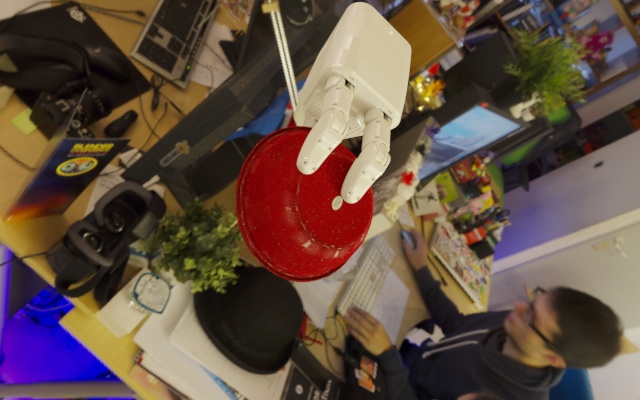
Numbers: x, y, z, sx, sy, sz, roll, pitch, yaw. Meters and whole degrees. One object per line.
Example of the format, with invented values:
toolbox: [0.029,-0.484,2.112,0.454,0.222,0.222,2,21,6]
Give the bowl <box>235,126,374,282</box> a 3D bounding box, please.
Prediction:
bowl: [0.000,0.003,0.474,0.162,0.162,0.055,0,-3,-35]
